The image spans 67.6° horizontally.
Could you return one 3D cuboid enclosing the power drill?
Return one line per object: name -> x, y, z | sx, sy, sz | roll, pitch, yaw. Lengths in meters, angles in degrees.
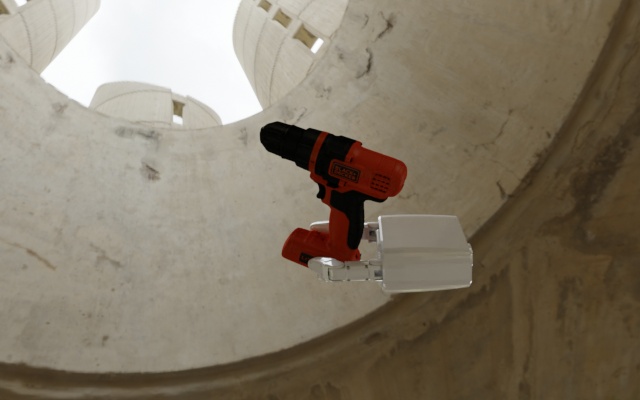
power drill -> 0.000, 0.002, 0.607 | 0.184, 0.188, 0.057 | 21, 37, 12
